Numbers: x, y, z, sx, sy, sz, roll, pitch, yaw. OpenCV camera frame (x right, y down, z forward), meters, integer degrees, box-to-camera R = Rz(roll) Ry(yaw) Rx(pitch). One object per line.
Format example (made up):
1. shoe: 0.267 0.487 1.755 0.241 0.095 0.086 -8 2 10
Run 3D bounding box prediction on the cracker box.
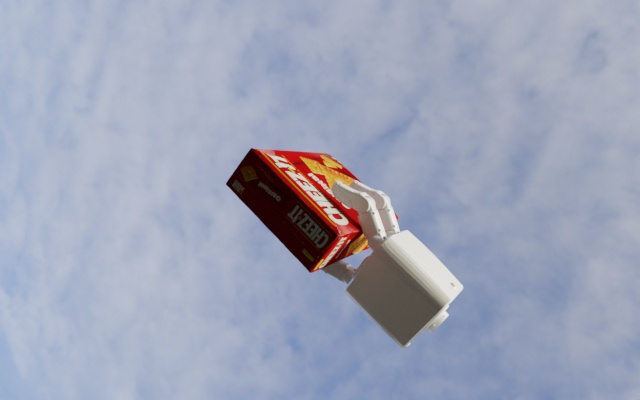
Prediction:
1. cracker box: 0.000 0.002 0.667 0.164 0.072 0.213 44 21 18
